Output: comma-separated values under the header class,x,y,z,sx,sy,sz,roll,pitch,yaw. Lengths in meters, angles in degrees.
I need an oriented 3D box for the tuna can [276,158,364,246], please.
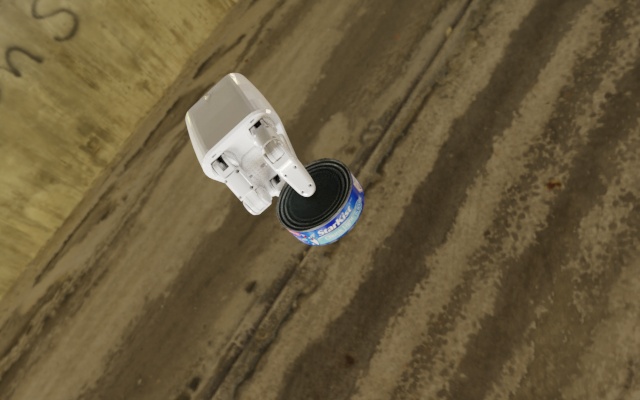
class,x,y,z,sx,sy,sz,roll,pitch,yaw
tuna can,0.000,0.002,0.479,0.086,0.086,0.034,0,-32,36
